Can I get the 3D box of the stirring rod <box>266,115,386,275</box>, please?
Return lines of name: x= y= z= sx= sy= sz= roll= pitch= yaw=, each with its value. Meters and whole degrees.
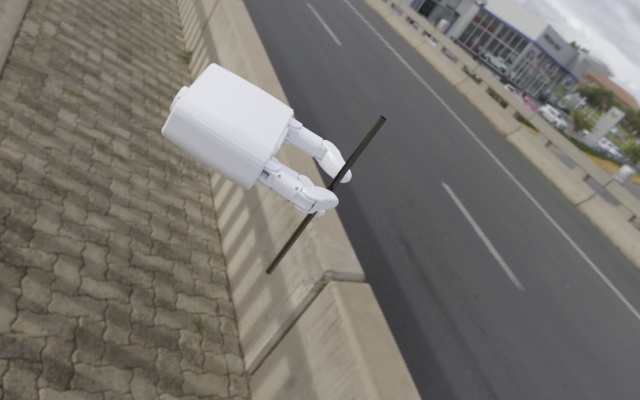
stirring rod: x=0.000 y=0.002 z=0.545 sx=0.011 sy=0.240 sz=0.011 roll=29 pitch=26 yaw=-16
